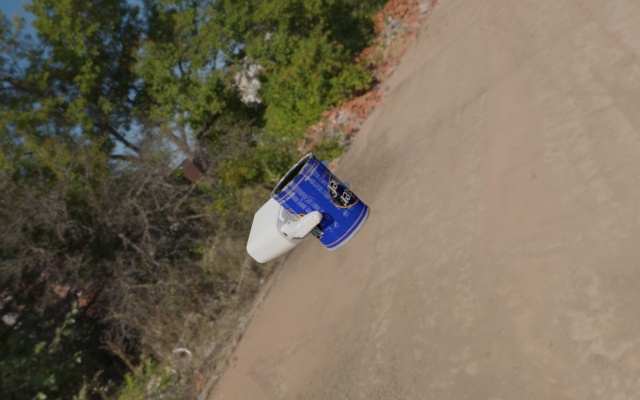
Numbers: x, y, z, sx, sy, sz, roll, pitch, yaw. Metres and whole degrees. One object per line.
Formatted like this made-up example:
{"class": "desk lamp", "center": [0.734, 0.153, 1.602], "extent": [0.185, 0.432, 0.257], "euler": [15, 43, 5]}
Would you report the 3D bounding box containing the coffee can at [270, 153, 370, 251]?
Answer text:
{"class": "coffee can", "center": [0.000, 0.003, 0.817], "extent": [0.140, 0.103, 0.103], "euler": [43, -12, -13]}
